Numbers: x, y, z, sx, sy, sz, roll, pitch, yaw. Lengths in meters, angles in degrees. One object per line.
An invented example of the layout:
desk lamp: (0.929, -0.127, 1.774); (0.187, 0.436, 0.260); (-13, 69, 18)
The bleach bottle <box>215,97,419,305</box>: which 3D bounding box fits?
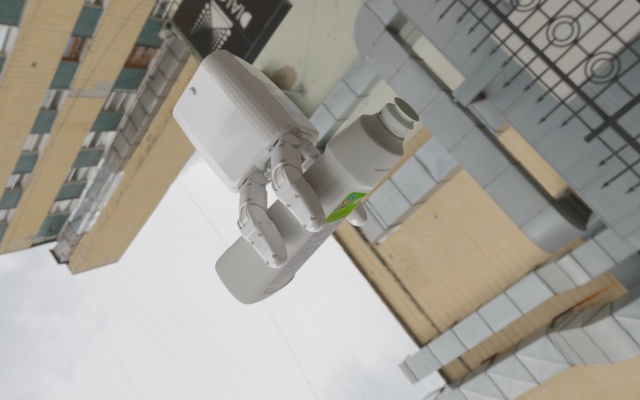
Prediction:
bleach bottle: (0.000, 0.002, 0.462); (0.251, 0.068, 0.102); (-46, -12, 30)
